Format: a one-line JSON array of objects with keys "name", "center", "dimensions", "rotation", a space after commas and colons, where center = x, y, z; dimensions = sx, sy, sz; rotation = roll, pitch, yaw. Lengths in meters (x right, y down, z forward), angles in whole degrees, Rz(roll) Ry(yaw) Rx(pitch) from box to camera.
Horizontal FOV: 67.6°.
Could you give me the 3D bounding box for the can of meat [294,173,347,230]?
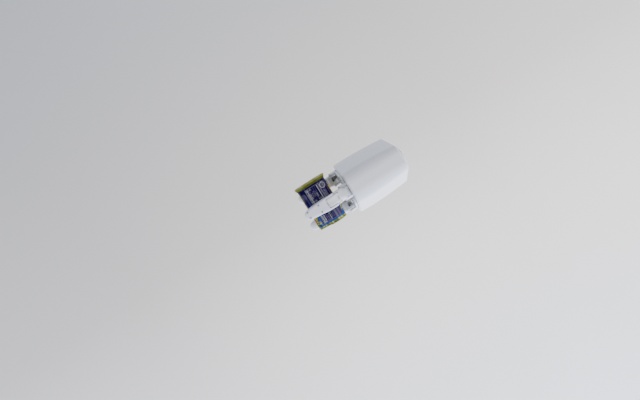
[{"name": "can of meat", "center": [0.000, 0.003, 0.844], "dimensions": [0.057, 0.084, 0.102], "rotation": [-32, 2, -2]}]
